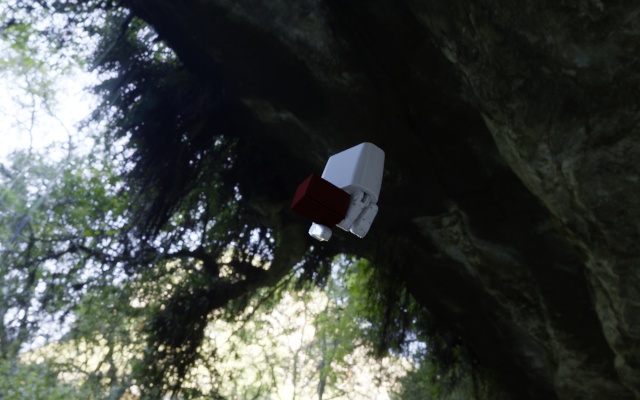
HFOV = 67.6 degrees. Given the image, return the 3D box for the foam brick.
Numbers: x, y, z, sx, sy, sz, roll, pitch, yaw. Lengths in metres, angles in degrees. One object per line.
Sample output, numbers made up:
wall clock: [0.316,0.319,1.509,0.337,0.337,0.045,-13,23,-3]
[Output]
foam brick: [0.000,0.002,0.778,0.078,0.051,0.053,30,-38,-18]
